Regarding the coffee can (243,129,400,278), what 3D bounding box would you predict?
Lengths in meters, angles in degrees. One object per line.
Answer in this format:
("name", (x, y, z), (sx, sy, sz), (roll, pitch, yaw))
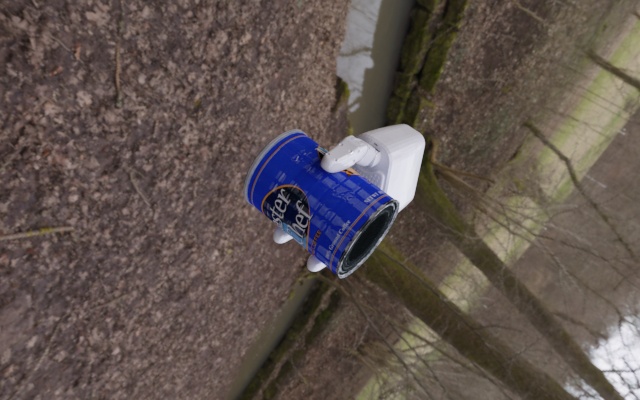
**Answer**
("coffee can", (0.000, 0.002, 0.525), (0.140, 0.103, 0.103), (38, 15, 20))
